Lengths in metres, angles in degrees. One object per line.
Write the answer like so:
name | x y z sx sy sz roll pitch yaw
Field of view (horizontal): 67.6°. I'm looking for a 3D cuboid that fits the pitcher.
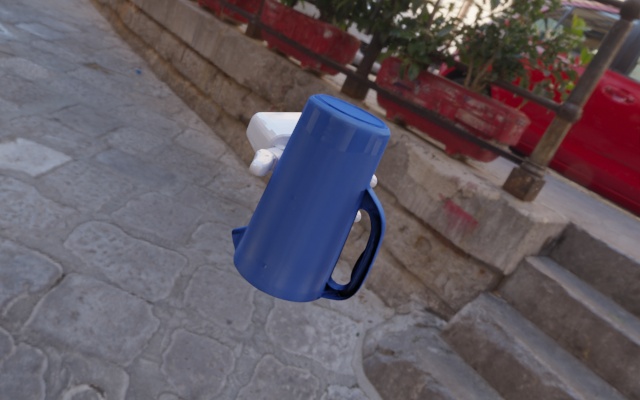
pitcher | 0.000 0.002 0.603 0.149 0.243 0.145 13 22 -29
